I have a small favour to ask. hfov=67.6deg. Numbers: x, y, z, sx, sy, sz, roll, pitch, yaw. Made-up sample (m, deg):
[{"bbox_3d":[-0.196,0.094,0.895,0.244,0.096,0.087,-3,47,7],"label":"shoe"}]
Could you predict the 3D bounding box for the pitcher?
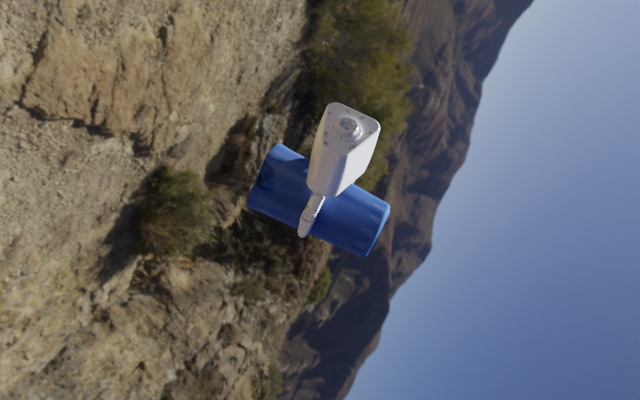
[{"bbox_3d":[0.000,0.003,0.885,0.243,0.149,0.145,27,-38,6],"label":"pitcher"}]
